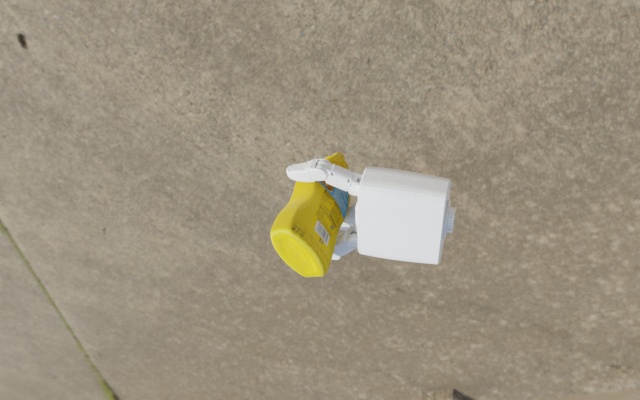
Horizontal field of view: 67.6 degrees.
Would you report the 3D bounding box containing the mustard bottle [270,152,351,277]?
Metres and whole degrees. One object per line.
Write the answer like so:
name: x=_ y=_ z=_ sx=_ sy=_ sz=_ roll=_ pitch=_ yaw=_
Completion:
mustard bottle: x=0.000 y=0.002 z=0.652 sx=0.058 sy=0.191 sz=0.096 roll=-11 pitch=-50 yaw=34
